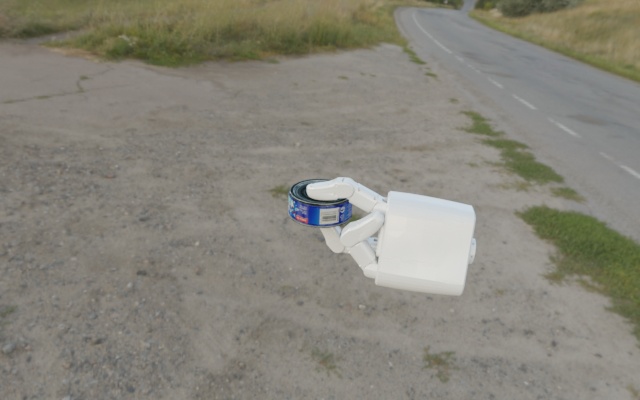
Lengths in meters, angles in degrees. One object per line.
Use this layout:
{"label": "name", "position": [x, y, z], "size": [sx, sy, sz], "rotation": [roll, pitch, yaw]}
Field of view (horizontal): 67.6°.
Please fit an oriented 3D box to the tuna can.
{"label": "tuna can", "position": [0.000, 0.002, 0.631], "size": [0.086, 0.034, 0.086], "rotation": [2, 25, -1]}
